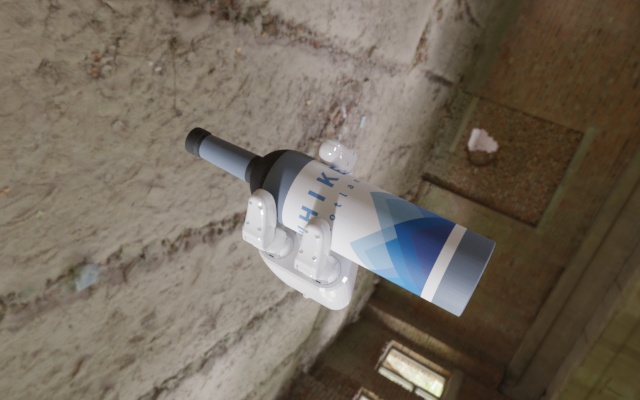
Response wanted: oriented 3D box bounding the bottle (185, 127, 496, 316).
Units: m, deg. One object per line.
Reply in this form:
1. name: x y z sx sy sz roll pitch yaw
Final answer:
1. bottle: 0.000 0.001 0.427 0.295 0.069 0.069 26 9 18
